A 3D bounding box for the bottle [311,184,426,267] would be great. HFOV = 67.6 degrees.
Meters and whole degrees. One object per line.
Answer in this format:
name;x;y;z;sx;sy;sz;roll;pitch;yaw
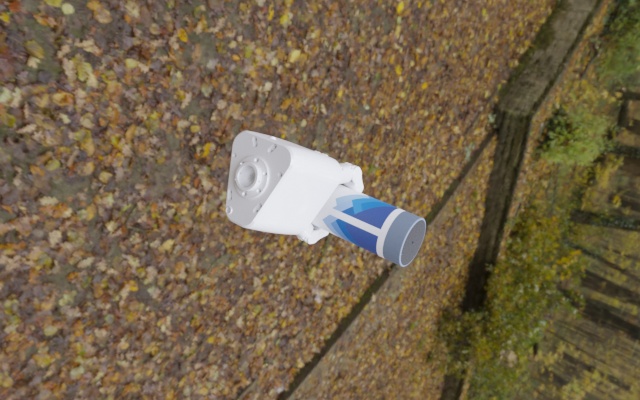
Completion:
bottle;0.000;0.002;0.672;0.295;0.069;0.069;24;12;31
